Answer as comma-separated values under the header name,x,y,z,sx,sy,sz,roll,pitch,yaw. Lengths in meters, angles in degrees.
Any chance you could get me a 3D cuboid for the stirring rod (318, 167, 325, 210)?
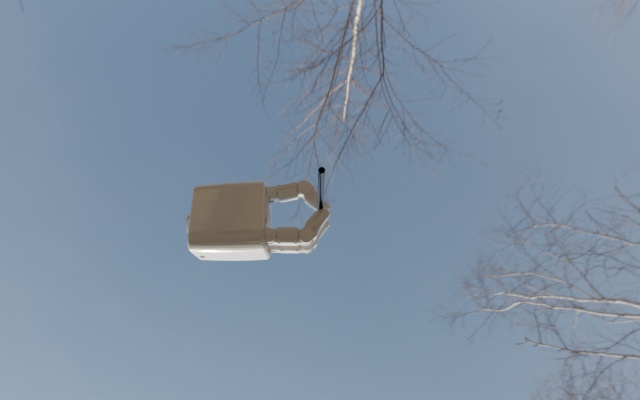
name,x,y,z,sx,sy,sz,roll,pitch,yaw
stirring rod,0.000,0.002,0.648,0.011,0.011,0.240,0,-17,-1
